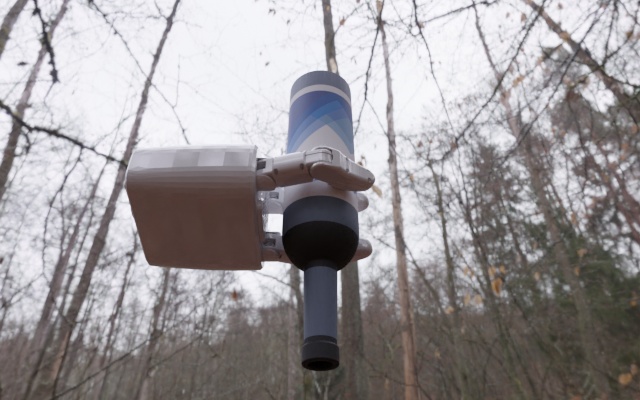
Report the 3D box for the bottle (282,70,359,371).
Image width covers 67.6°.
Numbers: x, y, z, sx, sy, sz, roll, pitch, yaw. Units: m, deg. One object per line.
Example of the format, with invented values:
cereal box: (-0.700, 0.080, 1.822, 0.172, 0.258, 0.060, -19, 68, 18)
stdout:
bottle: (0.000, 0.001, 0.430, 0.069, 0.295, 0.069, 0, -38, 0)
